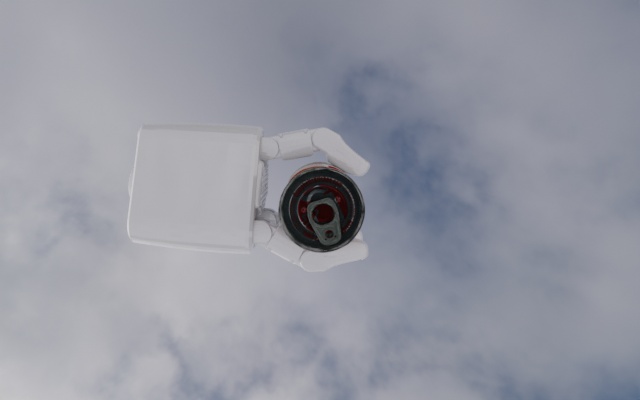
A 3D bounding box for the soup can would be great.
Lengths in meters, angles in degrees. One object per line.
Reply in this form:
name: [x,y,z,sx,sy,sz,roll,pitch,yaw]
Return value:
soup can: [0.001,0.001,0.422,0.068,0.068,0.102,0,8,-1]
